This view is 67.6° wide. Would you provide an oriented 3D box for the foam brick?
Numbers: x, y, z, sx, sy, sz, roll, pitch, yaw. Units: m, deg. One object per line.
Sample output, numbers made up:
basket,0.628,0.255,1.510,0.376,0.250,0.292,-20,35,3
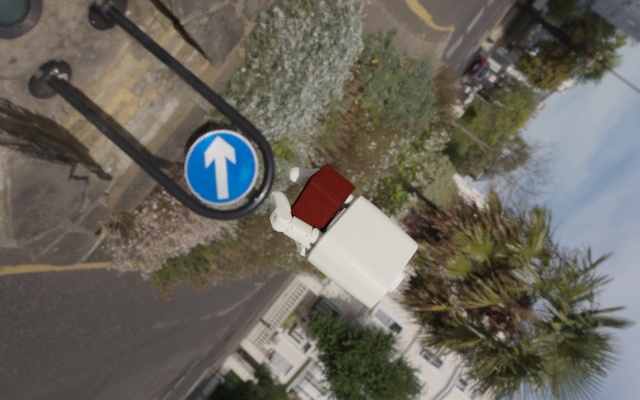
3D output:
foam brick,0.000,0.002,0.631,0.051,0.078,0.053,39,37,7
